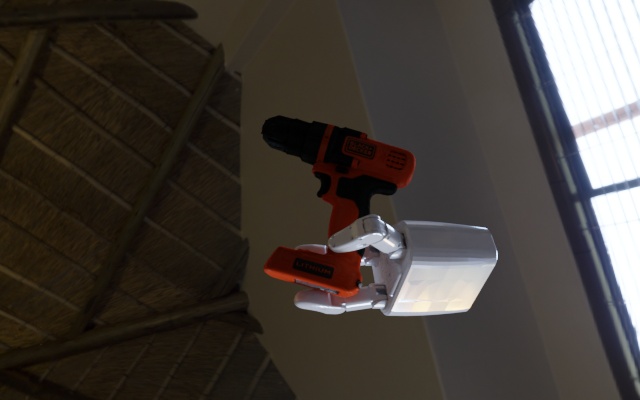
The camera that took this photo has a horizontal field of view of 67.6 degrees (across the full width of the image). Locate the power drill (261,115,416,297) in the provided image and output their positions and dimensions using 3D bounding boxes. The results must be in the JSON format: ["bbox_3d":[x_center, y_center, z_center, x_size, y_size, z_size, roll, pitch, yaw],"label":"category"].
[{"bbox_3d":[0.000,0.002,0.538,0.184,0.187,0.057,16,-15,5],"label":"power drill"}]
